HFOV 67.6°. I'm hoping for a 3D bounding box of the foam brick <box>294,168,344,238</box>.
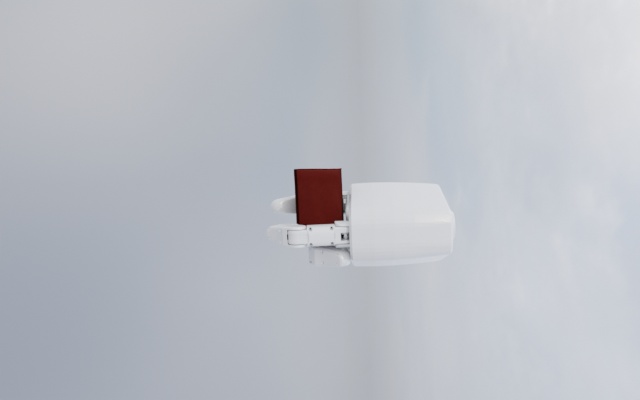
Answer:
[{"bbox_3d":[0.000,0.001,0.539,0.051,0.078,0.053,-2,5,5],"label":"foam brick"}]
